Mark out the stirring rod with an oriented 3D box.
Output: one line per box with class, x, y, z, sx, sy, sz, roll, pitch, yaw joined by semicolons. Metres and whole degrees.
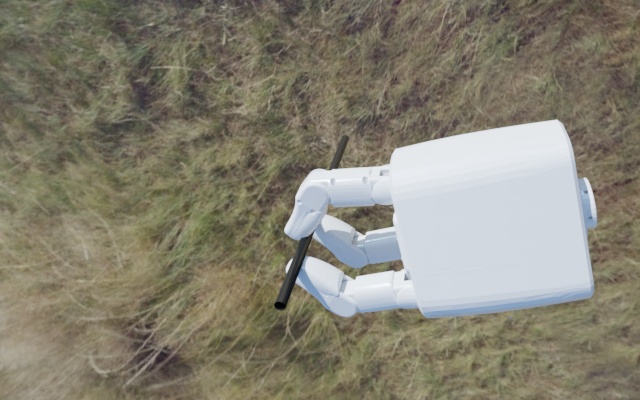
stirring rod;0.000;0.001;0.400;0.011;0.011;0.239;0;33;15
